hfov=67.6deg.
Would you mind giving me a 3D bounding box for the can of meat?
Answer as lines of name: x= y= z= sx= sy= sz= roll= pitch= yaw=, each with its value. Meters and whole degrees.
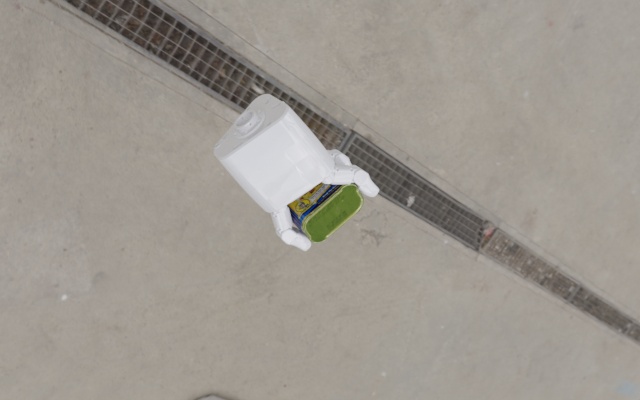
can of meat: x=0.000 y=0.002 z=0.680 sx=0.057 sy=0.102 sz=0.084 roll=53 pitch=-7 yaw=-37
